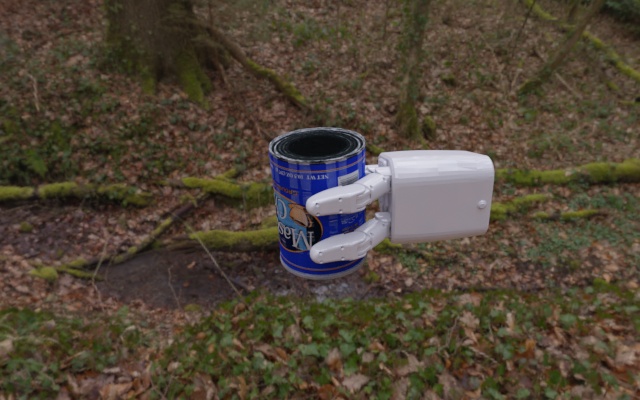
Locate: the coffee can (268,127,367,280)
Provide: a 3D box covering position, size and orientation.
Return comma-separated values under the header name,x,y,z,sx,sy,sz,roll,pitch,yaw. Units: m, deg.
name,x,y,z,sx,sy,sz,roll,pitch,yaw
coffee can,0.000,0.002,0.531,0.103,0.140,0.102,-3,27,1
